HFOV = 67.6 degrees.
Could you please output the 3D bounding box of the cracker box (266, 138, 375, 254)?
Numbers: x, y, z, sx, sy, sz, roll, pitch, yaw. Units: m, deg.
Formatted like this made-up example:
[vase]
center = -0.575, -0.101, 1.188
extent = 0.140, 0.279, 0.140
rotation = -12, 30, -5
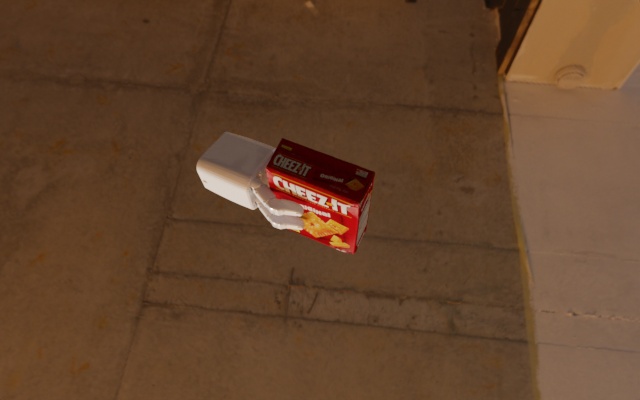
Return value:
[cracker box]
center = 0.000, 0.003, 0.831
extent = 0.164, 0.072, 0.214
rotation = 21, -25, 12
